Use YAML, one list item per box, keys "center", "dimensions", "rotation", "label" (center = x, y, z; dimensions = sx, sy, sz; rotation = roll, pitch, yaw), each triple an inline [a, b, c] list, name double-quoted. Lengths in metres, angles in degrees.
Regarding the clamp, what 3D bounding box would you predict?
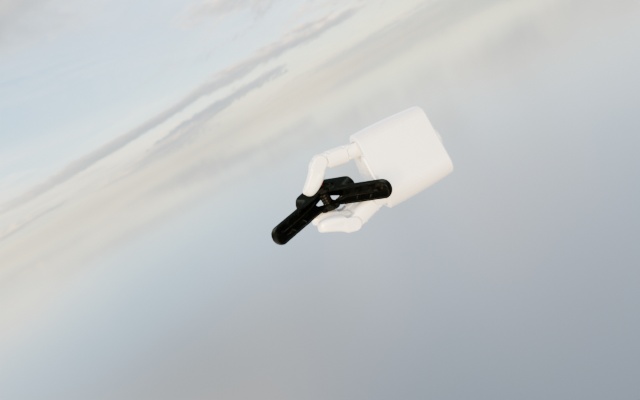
- center: [0.000, 0.001, 0.685]
  dimensions: [0.164, 0.036, 0.210]
  rotation: [-25, 12, -5]
  label: "clamp"
